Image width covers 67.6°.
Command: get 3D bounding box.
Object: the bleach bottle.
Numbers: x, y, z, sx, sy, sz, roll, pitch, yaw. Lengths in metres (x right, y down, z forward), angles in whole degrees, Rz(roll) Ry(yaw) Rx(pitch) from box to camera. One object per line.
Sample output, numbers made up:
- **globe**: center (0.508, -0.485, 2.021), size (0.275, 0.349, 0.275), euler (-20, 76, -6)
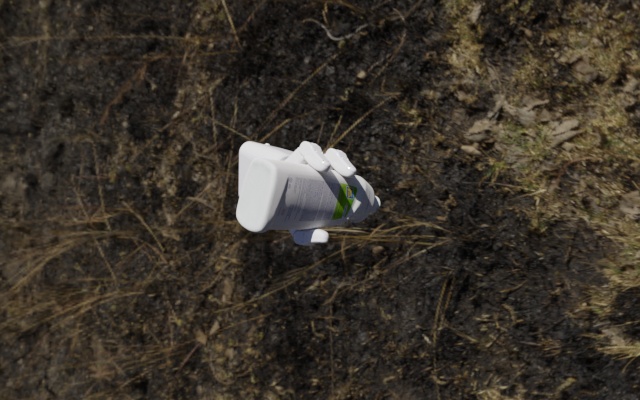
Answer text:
- **bleach bottle**: center (0.000, 0.002, 0.720), size (0.251, 0.102, 0.068), euler (8, 13, -45)
